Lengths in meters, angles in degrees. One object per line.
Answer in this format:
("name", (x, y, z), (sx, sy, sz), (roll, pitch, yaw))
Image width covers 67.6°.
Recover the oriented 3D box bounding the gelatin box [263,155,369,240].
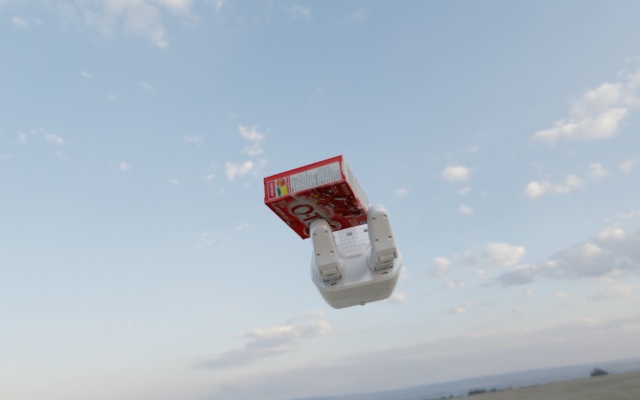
("gelatin box", (0.000, 0.001, 0.430), (0.073, 0.030, 0.089), (-15, -30, 14))
